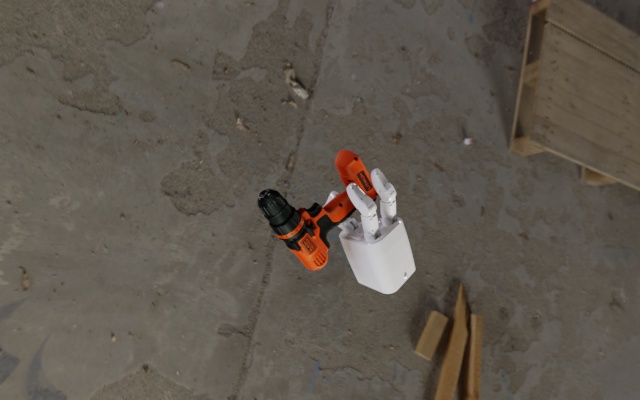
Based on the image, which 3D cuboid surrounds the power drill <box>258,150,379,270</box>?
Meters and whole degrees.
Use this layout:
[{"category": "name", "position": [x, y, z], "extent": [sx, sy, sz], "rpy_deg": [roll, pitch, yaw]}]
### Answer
[{"category": "power drill", "position": [0.001, 0.003, 0.806], "extent": [0.057, 0.187, 0.184], "rpy_deg": [30, -20, 50]}]
